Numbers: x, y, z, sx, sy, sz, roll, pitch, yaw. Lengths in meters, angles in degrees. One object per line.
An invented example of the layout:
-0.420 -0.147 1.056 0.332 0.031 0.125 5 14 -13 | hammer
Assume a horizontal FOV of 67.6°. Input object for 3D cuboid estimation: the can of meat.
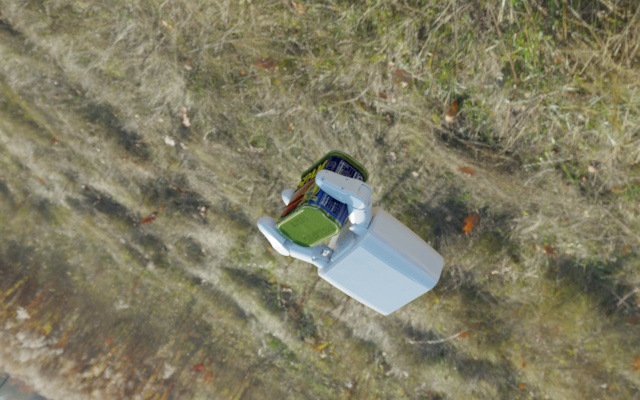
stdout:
0.000 0.002 0.559 0.057 0.084 0.102 36 -33 -14 | can of meat
